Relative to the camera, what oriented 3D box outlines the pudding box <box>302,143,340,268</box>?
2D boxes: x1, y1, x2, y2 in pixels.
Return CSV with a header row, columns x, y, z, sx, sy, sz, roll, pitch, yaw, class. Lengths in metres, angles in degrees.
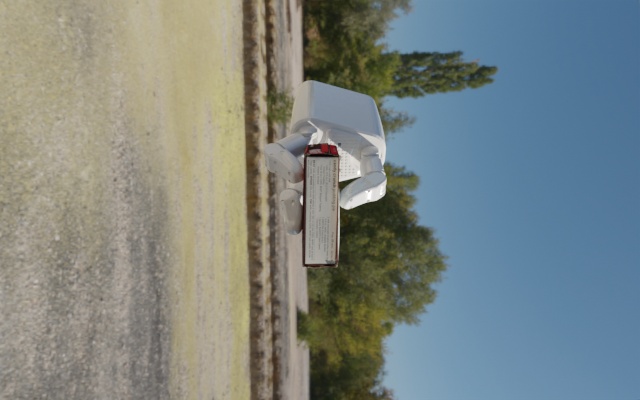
x,y,z,sx,sy,sz,roll,pitch,yaw,class
0.000,0.002,0.491,0.039,0.113,0.090,-1,12,1,pudding box
